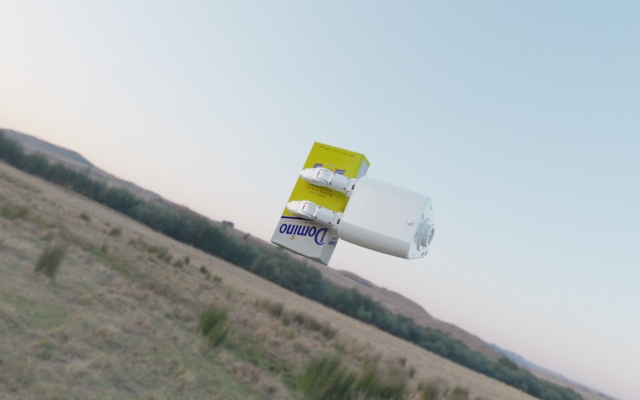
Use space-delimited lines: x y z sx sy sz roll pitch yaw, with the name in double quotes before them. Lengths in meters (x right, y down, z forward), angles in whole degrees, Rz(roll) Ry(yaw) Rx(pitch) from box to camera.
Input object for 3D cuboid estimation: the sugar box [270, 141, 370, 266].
"sugar box" 0.000 0.002 0.742 0.093 0.176 0.048 17 -14 27
